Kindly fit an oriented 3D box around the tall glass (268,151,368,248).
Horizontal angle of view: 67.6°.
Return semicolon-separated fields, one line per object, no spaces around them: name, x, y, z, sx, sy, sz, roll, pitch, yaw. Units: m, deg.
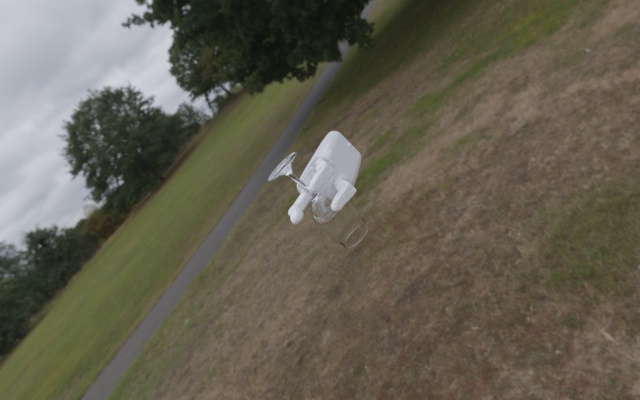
tall glass;0.000;0.003;0.894;0.201;0.079;0.079;43;-14;-16
